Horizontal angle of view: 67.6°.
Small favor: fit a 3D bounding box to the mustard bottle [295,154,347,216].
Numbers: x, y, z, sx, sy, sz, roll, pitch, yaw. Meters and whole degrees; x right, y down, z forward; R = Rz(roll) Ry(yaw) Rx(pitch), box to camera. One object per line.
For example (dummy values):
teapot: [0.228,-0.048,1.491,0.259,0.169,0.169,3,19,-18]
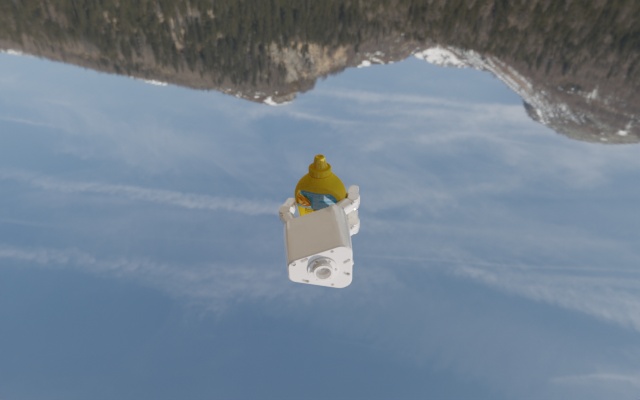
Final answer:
mustard bottle: [0.000,0.003,0.888,0.096,0.192,0.058,9,36,16]
